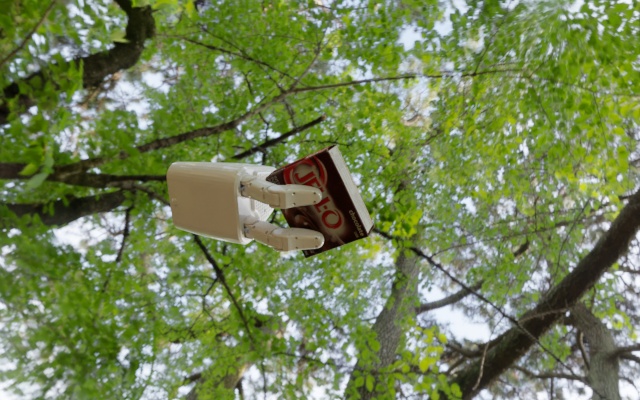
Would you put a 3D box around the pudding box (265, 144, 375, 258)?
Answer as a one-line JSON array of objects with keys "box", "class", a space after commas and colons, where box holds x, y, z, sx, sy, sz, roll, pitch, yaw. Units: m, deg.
[{"box": [0.000, 0.002, 0.566, 0.090, 0.113, 0.039, -22, 11, 28], "class": "pudding box"}]
